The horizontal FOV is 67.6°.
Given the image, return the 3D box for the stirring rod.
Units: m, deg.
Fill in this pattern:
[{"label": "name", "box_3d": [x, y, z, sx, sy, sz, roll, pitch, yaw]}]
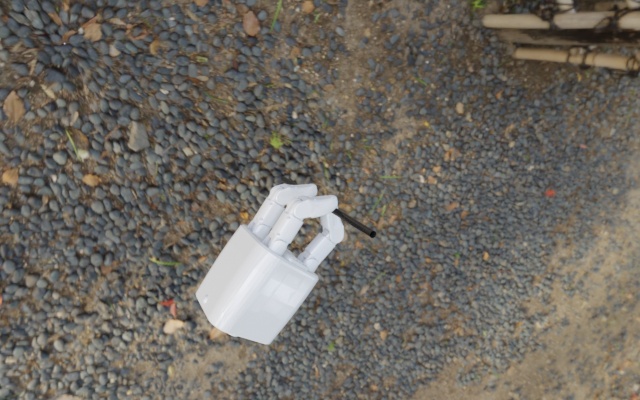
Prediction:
[{"label": "stirring rod", "box_3d": [0.000, 0.002, 0.597, 0.011, 0.011, 0.239, 0, 16, -28]}]
